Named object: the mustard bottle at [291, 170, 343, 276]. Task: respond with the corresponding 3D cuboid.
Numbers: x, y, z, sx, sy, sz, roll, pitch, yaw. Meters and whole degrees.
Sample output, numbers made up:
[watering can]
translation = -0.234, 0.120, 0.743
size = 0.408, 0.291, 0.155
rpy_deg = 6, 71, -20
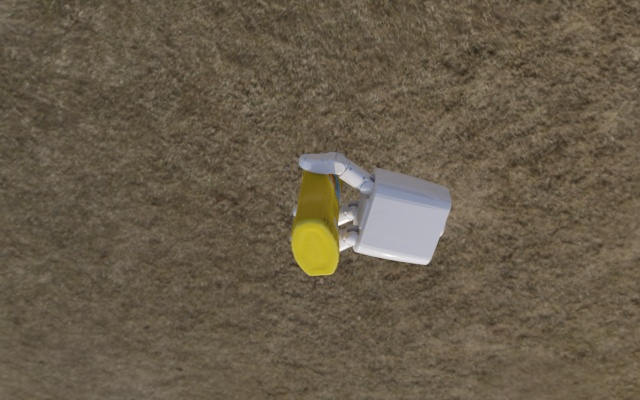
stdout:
[mustard bottle]
translation = 0.000, 0.002, 0.647
size = 0.058, 0.096, 0.191
rpy_deg = -6, 37, 10
